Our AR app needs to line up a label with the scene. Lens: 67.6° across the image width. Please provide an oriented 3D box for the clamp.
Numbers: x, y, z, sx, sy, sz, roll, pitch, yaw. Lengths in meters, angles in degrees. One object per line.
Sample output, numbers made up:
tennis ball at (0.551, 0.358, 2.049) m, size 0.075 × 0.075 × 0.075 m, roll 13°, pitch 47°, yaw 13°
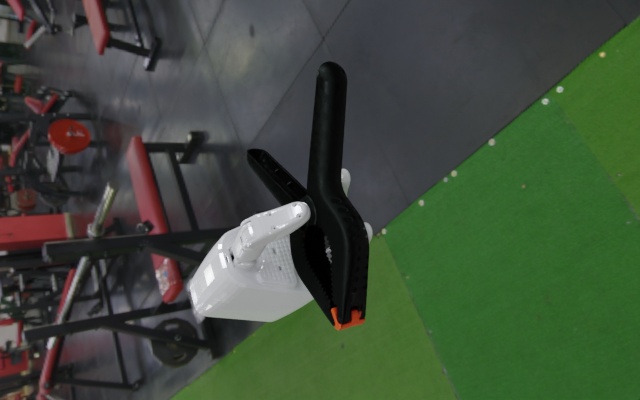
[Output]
clamp at (-0.001, 0.002, 0.410) m, size 0.036 × 0.210 × 0.165 m, roll -6°, pitch -25°, yaw -34°
